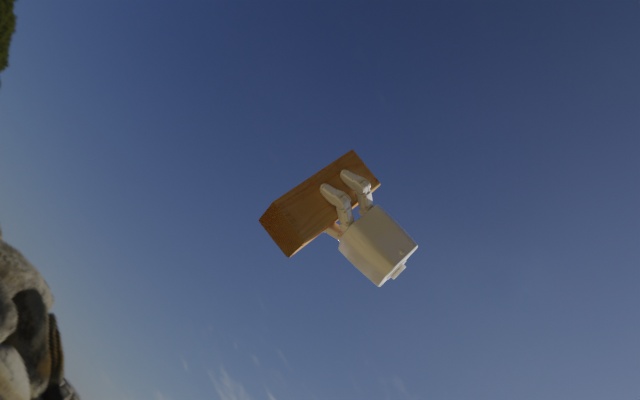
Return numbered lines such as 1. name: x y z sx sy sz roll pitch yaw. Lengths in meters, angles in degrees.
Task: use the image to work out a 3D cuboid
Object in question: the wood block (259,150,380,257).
1. wood block: 0.000 0.003 0.881 0.206 0.090 0.091 -35 -6 -34
